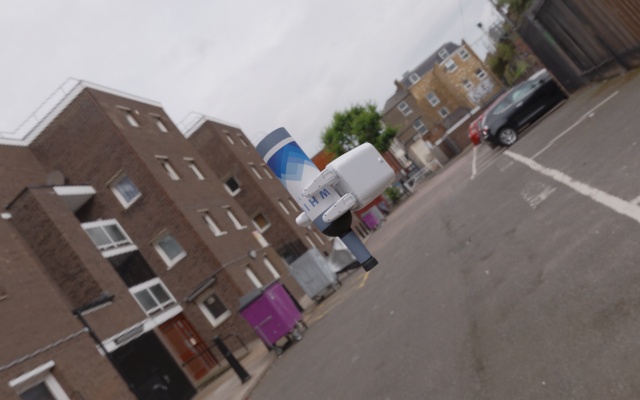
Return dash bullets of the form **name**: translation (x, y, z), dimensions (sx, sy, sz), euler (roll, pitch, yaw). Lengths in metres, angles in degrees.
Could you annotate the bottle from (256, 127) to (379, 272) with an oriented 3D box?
- **bottle**: translation (0.000, 0.003, 0.849), dimensions (0.069, 0.295, 0.069), euler (-38, -5, -4)
